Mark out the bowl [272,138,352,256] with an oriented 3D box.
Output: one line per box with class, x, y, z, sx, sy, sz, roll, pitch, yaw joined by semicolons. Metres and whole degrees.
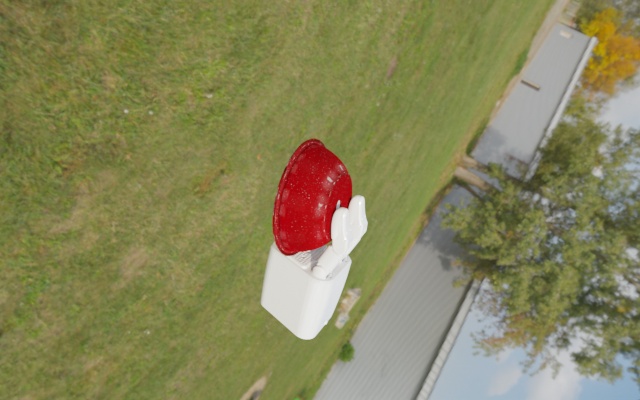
bowl;0.000;0.001;0.630;0.055;0.162;0.162;14;5;22
